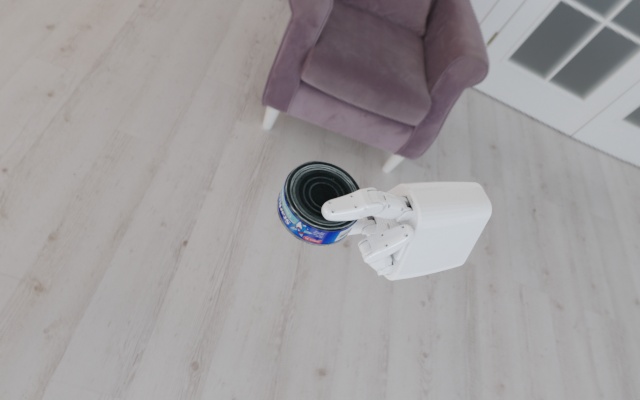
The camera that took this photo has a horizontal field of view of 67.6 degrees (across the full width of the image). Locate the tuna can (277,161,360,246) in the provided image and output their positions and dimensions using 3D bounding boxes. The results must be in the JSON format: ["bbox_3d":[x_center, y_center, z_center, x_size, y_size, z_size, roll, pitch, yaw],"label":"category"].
[{"bbox_3d":[0.000,0.001,0.496,0.086,0.086,0.034,0,-31,-20],"label":"tuna can"}]
